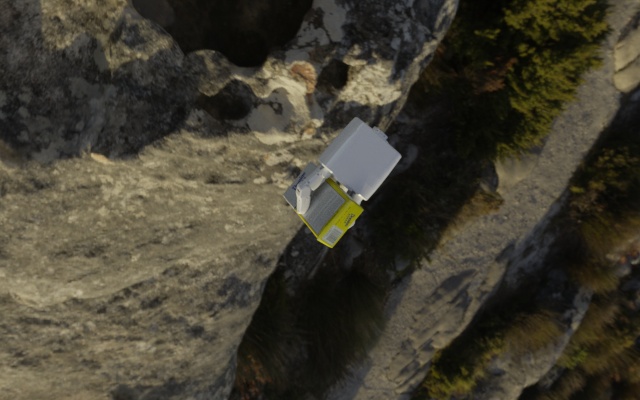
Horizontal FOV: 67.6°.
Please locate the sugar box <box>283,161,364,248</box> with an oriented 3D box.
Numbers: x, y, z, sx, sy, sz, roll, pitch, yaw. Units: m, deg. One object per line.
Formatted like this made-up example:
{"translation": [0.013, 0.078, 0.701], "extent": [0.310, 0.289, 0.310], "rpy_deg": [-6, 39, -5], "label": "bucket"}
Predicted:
{"translation": [0.001, 0.003, 0.900], "extent": [0.048, 0.093, 0.176], "rpy_deg": [36, 8, -34], "label": "sugar box"}
